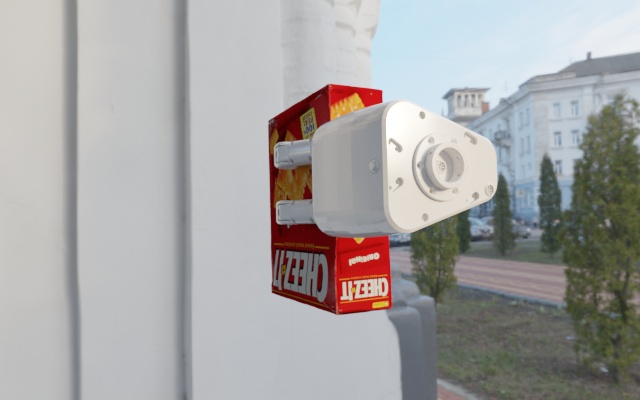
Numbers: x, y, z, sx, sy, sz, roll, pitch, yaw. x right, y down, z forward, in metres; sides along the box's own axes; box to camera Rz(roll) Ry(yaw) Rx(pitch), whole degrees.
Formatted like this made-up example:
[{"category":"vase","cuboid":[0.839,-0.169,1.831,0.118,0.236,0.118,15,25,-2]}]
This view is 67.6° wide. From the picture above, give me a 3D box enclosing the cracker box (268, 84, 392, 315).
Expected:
[{"category":"cracker box","cuboid":[0.000,0.002,0.516,0.072,0.213,0.164,0,-3,-27]}]
